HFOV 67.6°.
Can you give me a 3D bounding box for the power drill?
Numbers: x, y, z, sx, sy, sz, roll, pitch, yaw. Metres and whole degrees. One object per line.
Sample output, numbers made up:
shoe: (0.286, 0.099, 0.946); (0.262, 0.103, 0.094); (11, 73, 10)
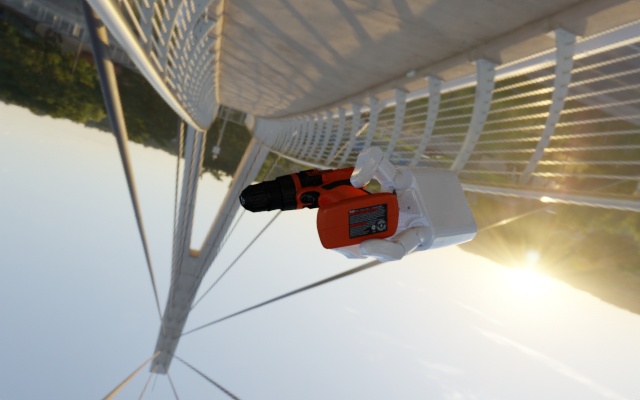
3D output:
power drill: (0.001, 0.002, 0.619); (0.184, 0.057, 0.187); (-12, 21, -18)
